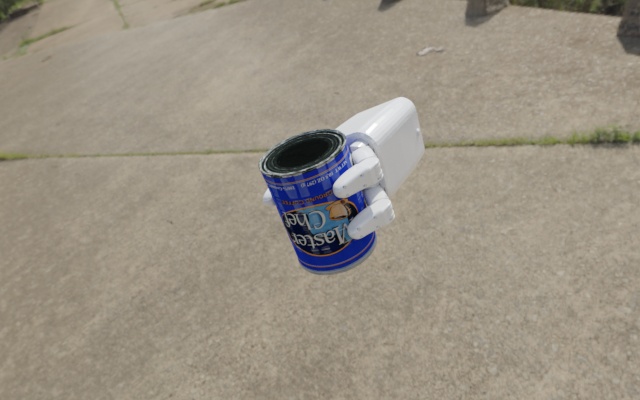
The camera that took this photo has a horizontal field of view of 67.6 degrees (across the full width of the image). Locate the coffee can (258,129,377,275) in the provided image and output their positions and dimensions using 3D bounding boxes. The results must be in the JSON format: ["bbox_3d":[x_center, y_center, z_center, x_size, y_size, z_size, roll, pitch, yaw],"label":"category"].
[{"bbox_3d":[0.000,0.002,0.561,0.103,0.140,0.102,-15,30,9],"label":"coffee can"}]
